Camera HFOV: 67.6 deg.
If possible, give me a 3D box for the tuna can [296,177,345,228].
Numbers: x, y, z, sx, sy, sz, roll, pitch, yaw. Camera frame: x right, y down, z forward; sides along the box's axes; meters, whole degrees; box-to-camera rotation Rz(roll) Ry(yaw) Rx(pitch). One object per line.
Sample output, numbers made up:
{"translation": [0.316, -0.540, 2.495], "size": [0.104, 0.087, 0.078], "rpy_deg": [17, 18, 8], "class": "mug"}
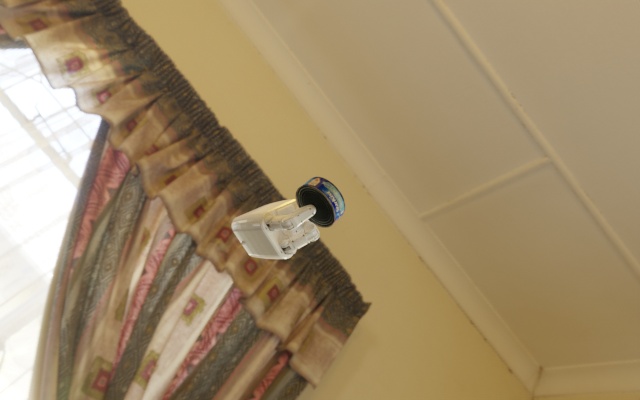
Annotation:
{"translation": [0.001, 0.002, 0.822], "size": [0.086, 0.086, 0.033], "rpy_deg": [0, 32, 47], "class": "tuna can"}
